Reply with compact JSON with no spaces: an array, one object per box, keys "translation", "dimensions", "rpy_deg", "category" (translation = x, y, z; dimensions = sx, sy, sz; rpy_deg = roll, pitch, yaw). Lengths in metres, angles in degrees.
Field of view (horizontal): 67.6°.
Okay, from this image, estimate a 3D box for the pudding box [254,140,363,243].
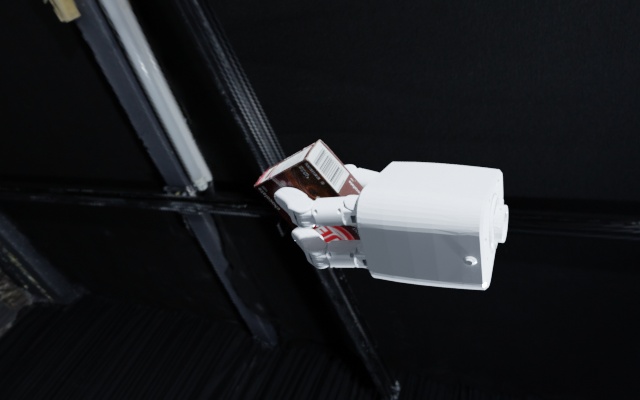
[{"translation":[0.000,0.001,0.496],"dimensions":[0.090,0.113,0.039],"rpy_deg":[-24,24,44],"category":"pudding box"}]
